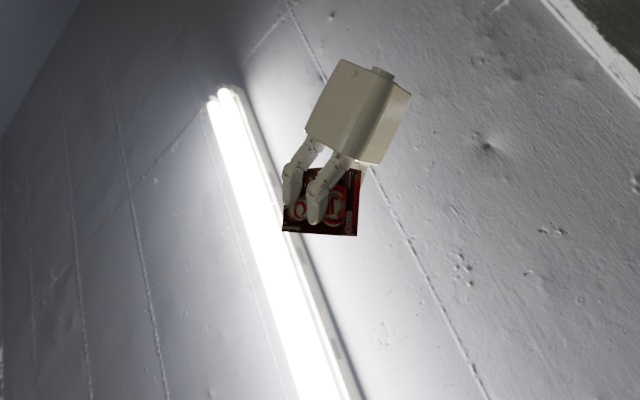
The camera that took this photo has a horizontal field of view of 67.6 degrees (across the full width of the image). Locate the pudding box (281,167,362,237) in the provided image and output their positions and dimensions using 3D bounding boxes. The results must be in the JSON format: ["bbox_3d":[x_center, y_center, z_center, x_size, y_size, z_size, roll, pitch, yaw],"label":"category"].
[{"bbox_3d":[0.000,0.002,0.650,0.113,0.090,0.039,0,-7,42],"label":"pudding box"}]
